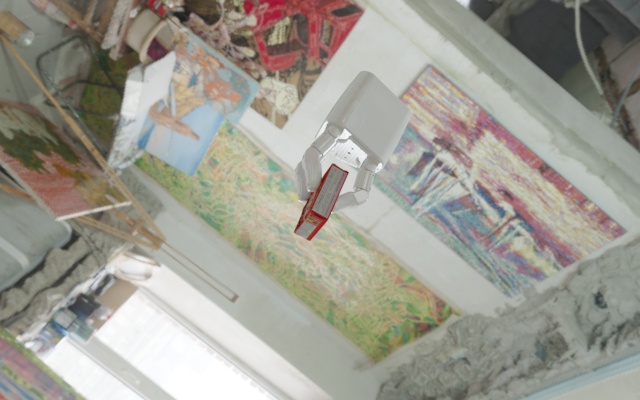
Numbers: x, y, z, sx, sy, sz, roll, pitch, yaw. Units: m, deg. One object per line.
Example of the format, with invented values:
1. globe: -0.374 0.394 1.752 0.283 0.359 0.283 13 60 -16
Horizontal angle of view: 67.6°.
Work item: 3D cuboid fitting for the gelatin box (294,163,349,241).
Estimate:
1. gelatin box: 0.000 0.003 0.661 0.030 0.089 0.073 28 -33 -7
